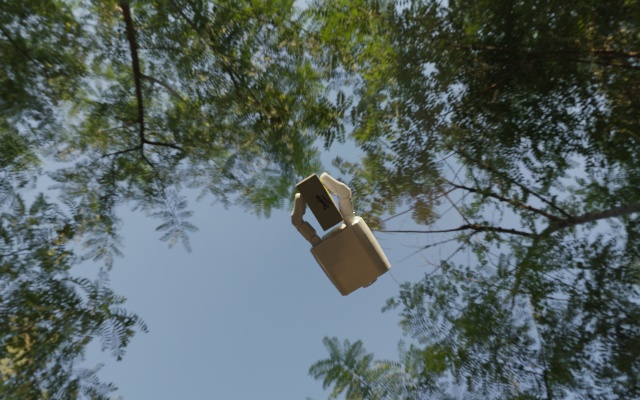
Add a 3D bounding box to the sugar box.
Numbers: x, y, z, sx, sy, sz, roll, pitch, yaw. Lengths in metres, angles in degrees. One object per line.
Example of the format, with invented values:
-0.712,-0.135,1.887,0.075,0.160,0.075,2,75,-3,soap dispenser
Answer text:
0.001,0.003,0.872,0.048,0.093,0.176,-32,1,-2,sugar box
